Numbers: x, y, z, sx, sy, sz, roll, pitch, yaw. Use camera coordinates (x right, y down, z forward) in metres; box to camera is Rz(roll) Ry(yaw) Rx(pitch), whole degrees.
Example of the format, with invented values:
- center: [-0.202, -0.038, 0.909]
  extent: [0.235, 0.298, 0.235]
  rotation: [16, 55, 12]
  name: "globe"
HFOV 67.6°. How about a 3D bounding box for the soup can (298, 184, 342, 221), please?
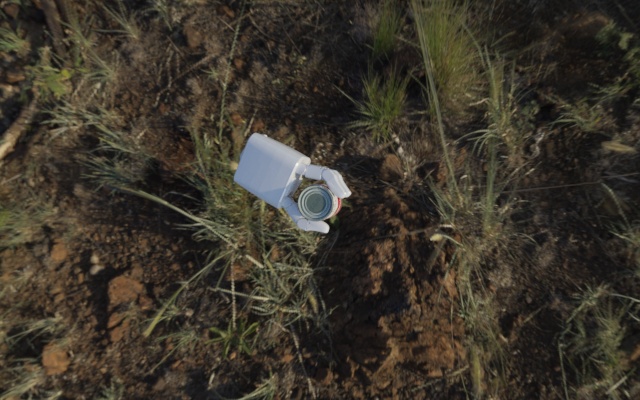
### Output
- center: [0.000, 0.003, 0.896]
  extent: [0.068, 0.068, 0.102]
  rotation: [0, 2, 11]
  name: "soup can"
